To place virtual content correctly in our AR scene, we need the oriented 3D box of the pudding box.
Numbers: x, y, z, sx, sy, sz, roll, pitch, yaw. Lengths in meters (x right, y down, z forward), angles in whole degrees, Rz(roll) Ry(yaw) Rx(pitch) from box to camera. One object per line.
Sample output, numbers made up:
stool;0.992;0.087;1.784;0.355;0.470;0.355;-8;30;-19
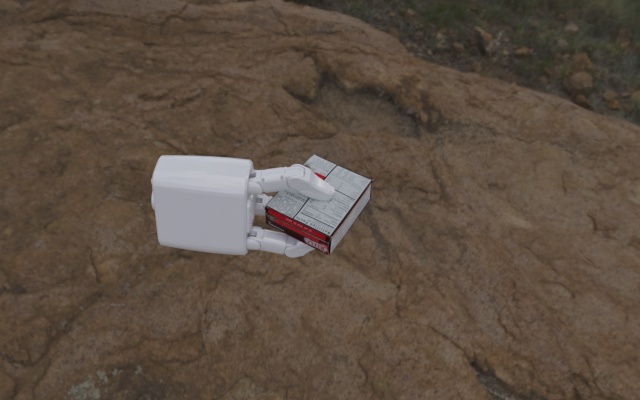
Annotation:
pudding box;0.000;0.002;0.577;0.090;0.039;0.113;26;52;17
